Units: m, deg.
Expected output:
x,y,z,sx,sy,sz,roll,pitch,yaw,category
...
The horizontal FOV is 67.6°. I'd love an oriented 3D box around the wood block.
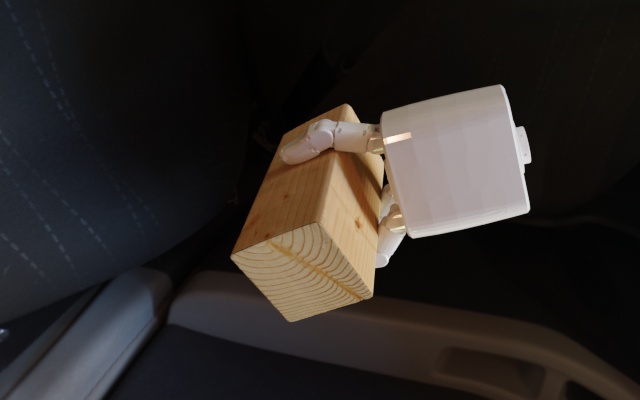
x,y,z,sx,sy,sz,roll,pitch,yaw,category
0.000,0.001,0.471,0.090,0.091,0.206,-23,29,25,wood block
